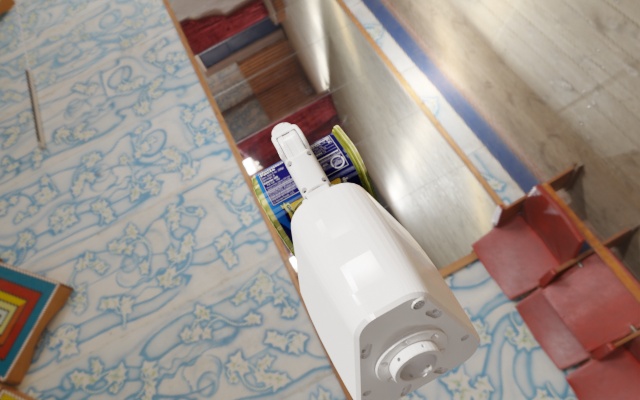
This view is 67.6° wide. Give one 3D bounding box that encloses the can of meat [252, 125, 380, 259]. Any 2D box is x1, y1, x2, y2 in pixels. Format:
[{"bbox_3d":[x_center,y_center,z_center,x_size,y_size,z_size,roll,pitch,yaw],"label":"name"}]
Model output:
[{"bbox_3d":[0.000,0.001,0.403,0.084,0.102,0.057,-29,46,-2],"label":"can of meat"}]
